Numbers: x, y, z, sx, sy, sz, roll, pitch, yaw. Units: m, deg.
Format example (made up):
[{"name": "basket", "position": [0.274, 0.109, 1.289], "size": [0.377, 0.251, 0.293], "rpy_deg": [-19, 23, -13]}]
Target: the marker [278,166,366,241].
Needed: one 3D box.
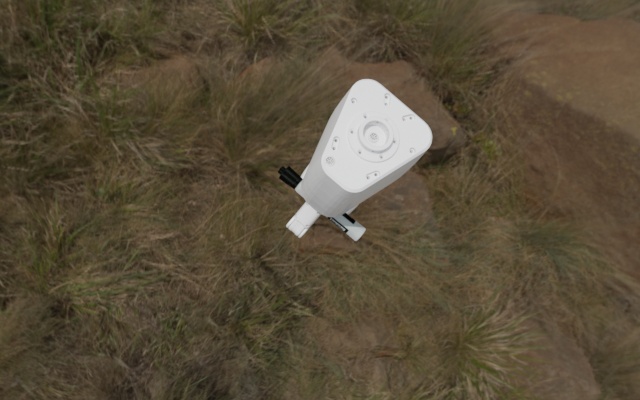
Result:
[{"name": "marker", "position": [0.000, 0.002, 0.550], "size": [0.121, 0.020, 0.020], "rpy_deg": [40, -1, -1]}]
